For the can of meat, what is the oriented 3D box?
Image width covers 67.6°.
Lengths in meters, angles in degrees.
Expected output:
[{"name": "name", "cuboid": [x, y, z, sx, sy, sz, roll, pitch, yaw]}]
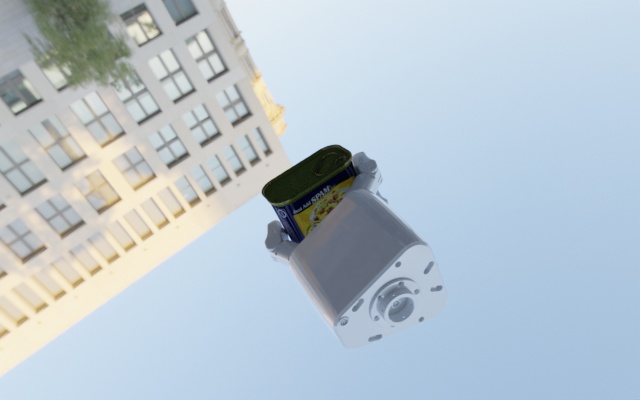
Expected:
[{"name": "can of meat", "cuboid": [0.000, 0.002, 0.525, 0.102, 0.084, 0.057, -33, 33, -11]}]
